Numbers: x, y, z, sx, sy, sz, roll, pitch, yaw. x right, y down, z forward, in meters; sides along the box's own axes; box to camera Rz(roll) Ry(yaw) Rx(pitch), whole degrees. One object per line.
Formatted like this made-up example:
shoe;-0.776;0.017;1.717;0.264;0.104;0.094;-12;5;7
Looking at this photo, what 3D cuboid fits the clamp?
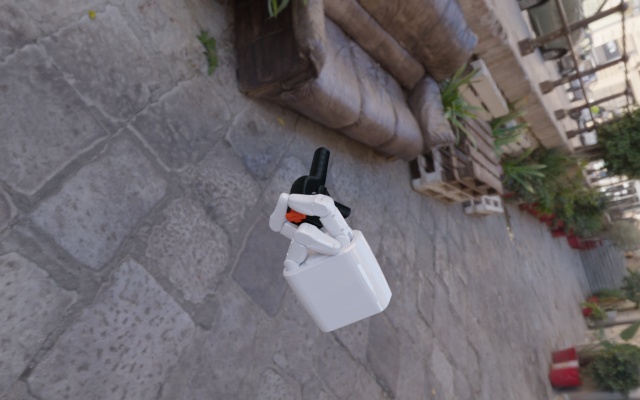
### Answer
clamp;0.001;0.002;0.708;0.039;0.120;0.171;-20;19;30
